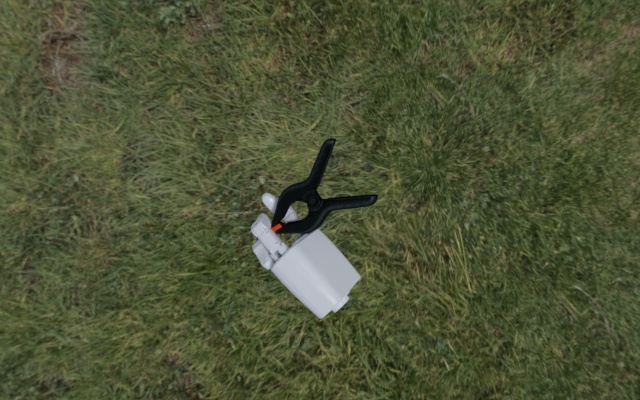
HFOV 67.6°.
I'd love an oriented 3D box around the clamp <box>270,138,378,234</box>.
[{"bbox_3d":[0.000,0.002,0.737,0.171,0.120,0.039,-46,-7,12],"label":"clamp"}]
